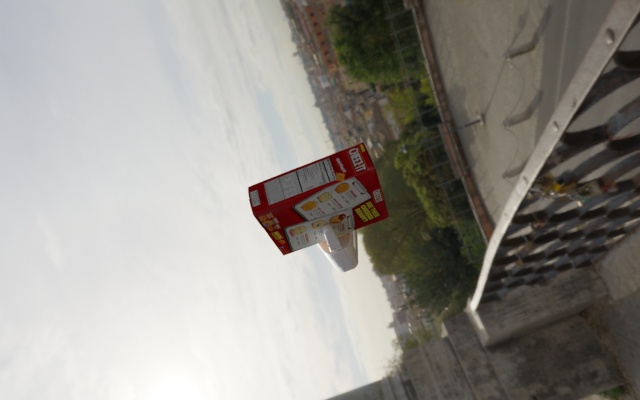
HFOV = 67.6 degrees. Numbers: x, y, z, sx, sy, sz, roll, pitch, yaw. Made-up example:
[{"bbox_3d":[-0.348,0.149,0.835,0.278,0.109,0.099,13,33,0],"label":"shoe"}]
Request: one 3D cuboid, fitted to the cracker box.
[{"bbox_3d":[0.000,0.003,0.846,0.214,0.072,0.164,-21,-35,4],"label":"cracker box"}]
